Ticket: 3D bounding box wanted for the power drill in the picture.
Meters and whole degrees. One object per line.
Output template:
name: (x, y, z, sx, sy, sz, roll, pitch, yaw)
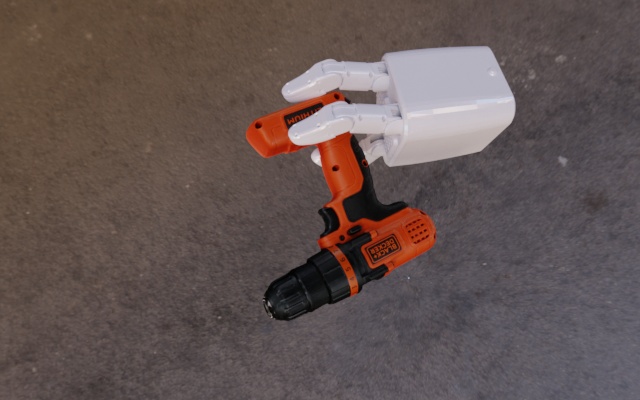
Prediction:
power drill: (0.000, 0.001, 0.464, 0.184, 0.187, 0.057, -24, -5, -20)
